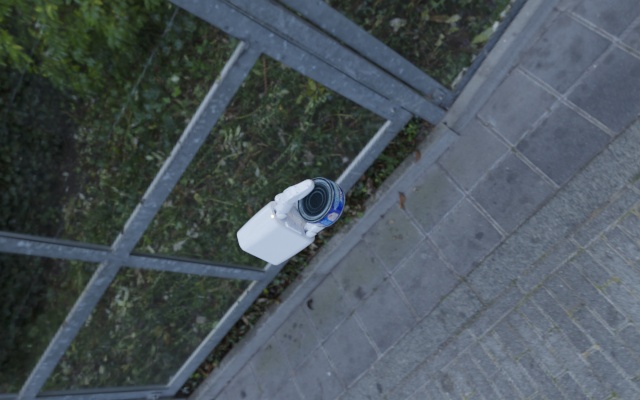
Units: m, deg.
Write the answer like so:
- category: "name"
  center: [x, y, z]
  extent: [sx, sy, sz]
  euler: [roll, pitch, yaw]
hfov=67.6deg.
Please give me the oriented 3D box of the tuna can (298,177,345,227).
- category: "tuna can"
  center: [0.000, 0.003, 0.850]
  extent: [0.086, 0.086, 0.034]
  euler: [0, -16, 41]
